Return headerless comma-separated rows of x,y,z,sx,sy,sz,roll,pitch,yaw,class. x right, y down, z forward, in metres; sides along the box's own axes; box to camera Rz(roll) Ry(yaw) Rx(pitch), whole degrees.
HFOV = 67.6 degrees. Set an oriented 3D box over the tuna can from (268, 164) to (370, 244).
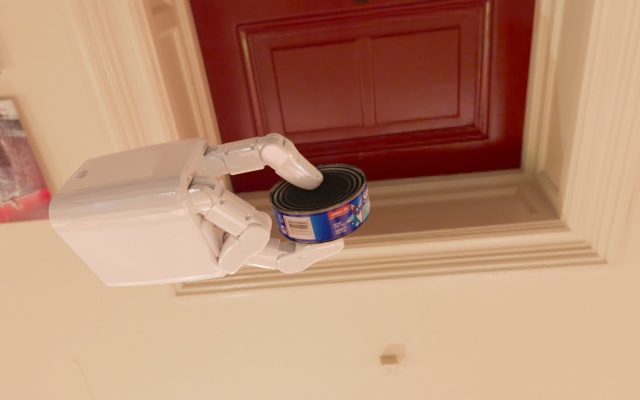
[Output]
0.000,0.002,0.419,0.086,0.034,0.086,-11,28,6,tuna can
